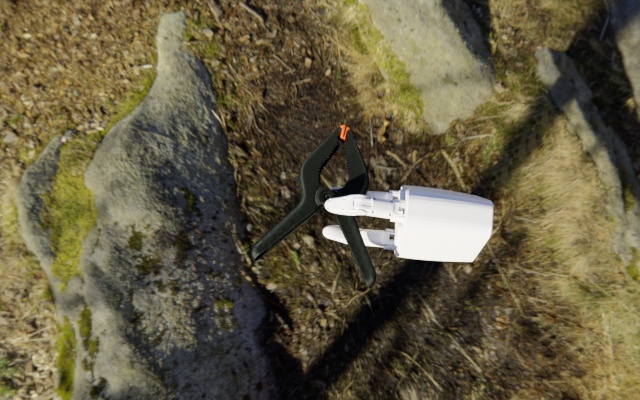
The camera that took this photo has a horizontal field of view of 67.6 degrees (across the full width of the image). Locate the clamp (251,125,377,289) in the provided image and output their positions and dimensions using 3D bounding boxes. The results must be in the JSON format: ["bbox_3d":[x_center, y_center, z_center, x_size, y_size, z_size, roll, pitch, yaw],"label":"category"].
[{"bbox_3d":[0.000,0.001,0.630,0.164,0.210,0.036,6,-10,3],"label":"clamp"}]
